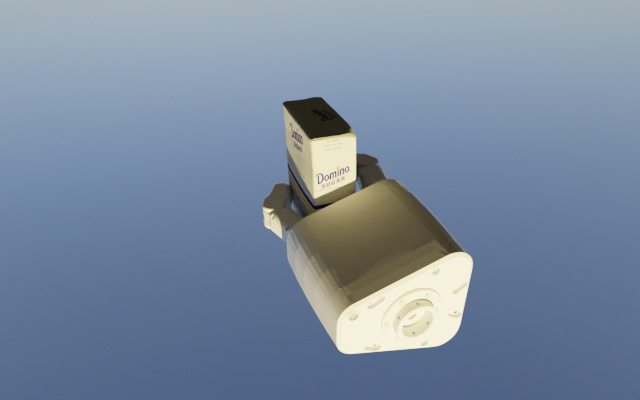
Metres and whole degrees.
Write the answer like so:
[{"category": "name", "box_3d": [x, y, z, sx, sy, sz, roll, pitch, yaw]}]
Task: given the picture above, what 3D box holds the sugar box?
[{"category": "sugar box", "box_3d": [0.001, 0.002, 0.454, 0.048, 0.176, 0.093, -10, 33, -16]}]
